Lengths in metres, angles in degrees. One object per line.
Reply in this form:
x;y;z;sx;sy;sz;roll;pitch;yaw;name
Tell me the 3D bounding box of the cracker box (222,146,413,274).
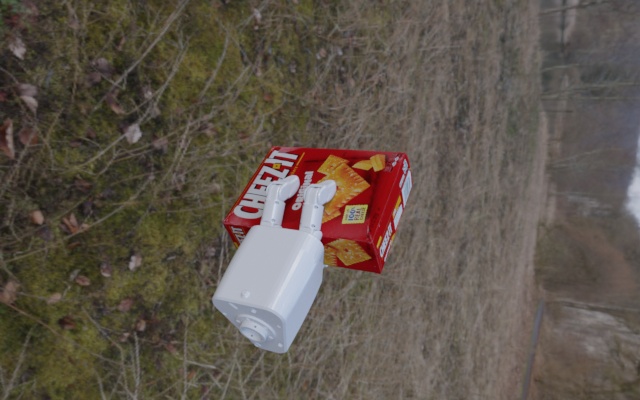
0.000;0.002;0.650;0.213;0.072;0.164;6;48;25;cracker box
